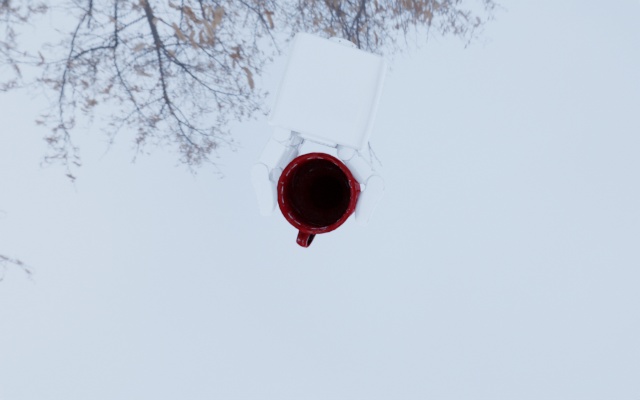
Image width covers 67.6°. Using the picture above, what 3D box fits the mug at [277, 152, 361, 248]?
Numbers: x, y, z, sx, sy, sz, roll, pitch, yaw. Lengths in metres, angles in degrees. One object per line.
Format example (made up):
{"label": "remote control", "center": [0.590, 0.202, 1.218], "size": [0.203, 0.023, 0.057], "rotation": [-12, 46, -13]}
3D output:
{"label": "mug", "center": [0.000, 0.003, 0.576], "size": [0.093, 0.117, 0.081], "rotation": [19, 6, 12]}
